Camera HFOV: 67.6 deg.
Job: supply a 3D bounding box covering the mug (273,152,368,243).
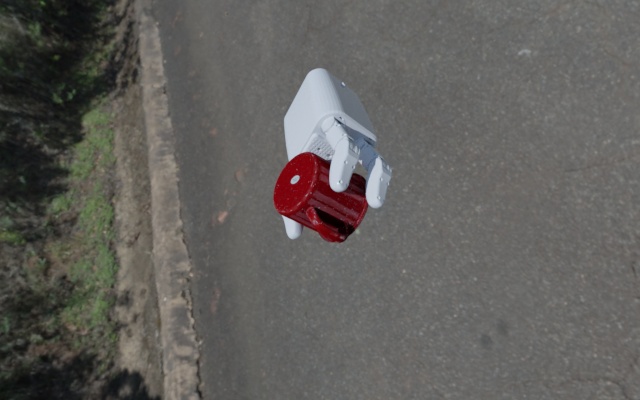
[{"bbox_3d":[0.000,0.003,0.563,0.081,0.117,0.093,27,-58,-35],"label":"mug"}]
